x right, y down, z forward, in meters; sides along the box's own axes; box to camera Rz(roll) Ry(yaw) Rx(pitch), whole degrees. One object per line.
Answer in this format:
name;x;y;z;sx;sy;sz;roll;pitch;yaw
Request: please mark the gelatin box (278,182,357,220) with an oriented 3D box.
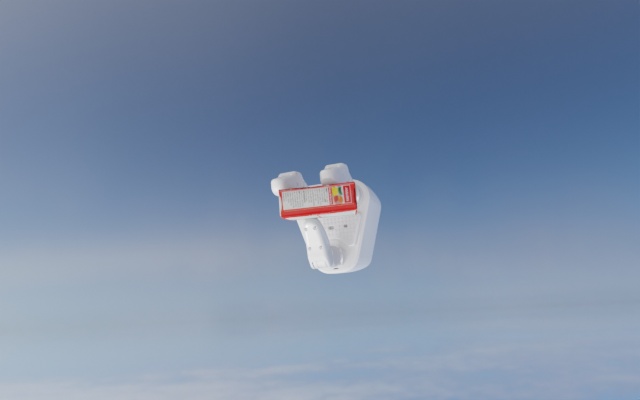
gelatin box;0.000;0.002;0.486;0.073;0.030;0.089;-6;-4;4
